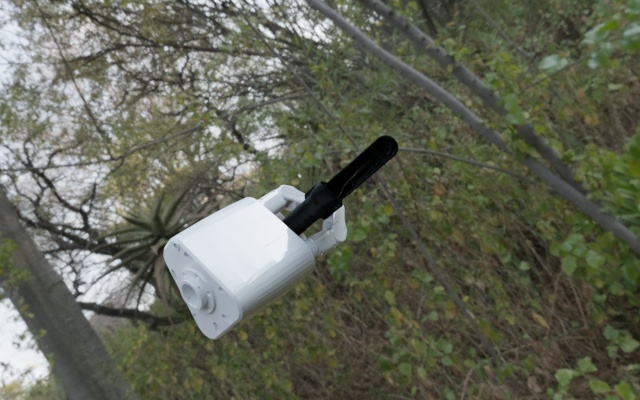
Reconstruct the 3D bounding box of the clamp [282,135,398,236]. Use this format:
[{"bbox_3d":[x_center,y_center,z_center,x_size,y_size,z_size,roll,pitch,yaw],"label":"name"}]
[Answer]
[{"bbox_3d":[0.000,0.001,0.500,0.120,0.039,0.171,-30,-10,-45],"label":"clamp"}]
